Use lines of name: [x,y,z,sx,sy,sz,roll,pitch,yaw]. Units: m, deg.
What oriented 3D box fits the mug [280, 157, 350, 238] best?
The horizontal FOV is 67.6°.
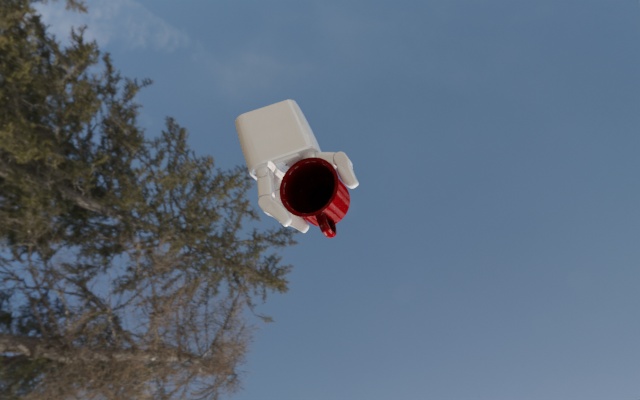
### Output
mug: [0.001,0.004,0.724,0.093,0.117,0.081,-26,-26,11]
